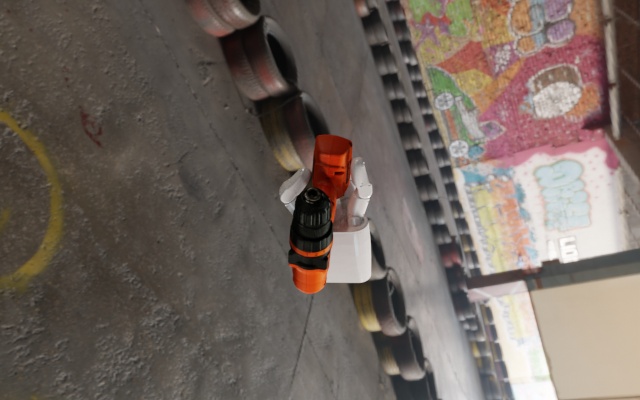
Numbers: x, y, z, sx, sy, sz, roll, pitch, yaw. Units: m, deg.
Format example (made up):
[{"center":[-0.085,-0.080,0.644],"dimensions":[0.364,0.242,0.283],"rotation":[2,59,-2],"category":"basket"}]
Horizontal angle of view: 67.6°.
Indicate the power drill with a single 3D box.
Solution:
[{"center":[0.000,0.002,0.620],"dimensions":[0.057,0.187,0.185],"rotation":[12,-40,5],"category":"power drill"}]
